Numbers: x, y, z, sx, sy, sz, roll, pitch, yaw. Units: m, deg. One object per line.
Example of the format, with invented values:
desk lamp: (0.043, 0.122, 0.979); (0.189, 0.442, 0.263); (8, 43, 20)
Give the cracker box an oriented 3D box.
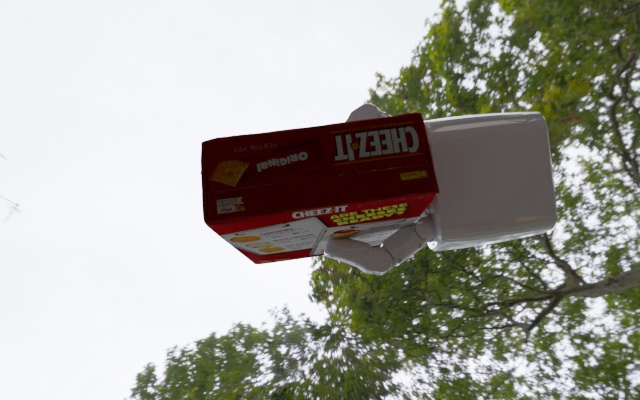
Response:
cracker box: (0.000, 0.002, 0.433); (0.164, 0.072, 0.214); (-8, -15, -1)
